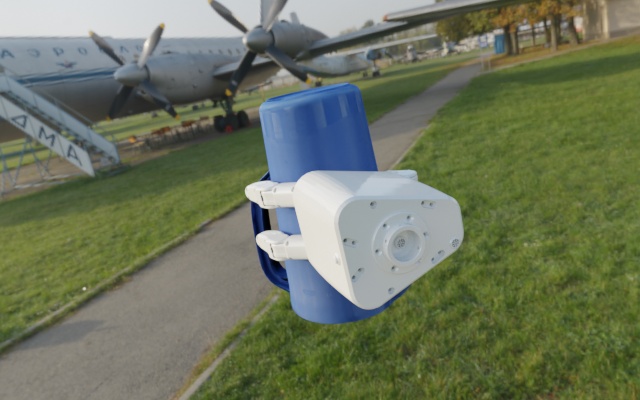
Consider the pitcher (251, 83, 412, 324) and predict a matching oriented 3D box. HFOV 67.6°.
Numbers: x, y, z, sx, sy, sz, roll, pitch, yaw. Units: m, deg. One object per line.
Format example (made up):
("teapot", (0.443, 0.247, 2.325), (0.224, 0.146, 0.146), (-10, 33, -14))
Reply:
("pitcher", (0.000, 0.002, 0.533), (0.149, 0.243, 0.145), (-16, 16, -15))
